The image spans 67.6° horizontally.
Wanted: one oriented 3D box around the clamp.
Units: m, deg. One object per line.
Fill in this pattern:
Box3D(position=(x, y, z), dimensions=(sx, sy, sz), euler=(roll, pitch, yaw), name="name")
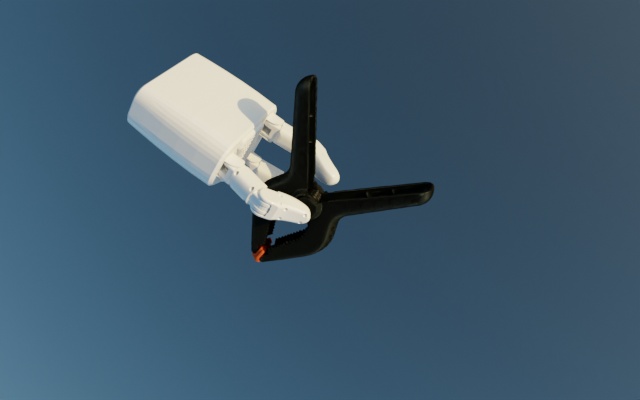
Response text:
Box3D(position=(-0.001, 0.002, 0.492), dimensions=(0.164, 0.210, 0.036), euler=(37, 31, 1), name="clamp")
